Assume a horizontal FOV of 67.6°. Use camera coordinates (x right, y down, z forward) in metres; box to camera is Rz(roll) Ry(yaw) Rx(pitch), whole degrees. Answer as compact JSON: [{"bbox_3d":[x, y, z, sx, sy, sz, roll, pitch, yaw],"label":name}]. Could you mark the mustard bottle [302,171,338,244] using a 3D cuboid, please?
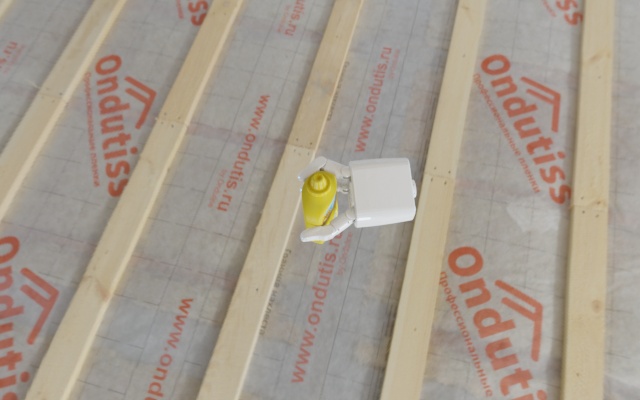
[{"bbox_3d":[0.000,0.003,0.852,0.058,0.096,0.192,17,-22,9],"label":"mustard bottle"}]
